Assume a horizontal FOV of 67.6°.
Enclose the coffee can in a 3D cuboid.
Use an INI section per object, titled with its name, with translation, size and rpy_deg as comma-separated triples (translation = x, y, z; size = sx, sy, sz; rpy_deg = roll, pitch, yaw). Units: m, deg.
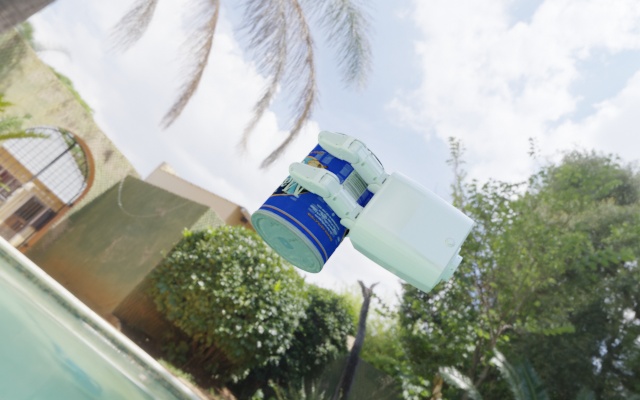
[coffee can]
translation = 0.000, 0.002, 0.576
size = 0.103, 0.140, 0.103
rpy_deg = 32, -25, 17
